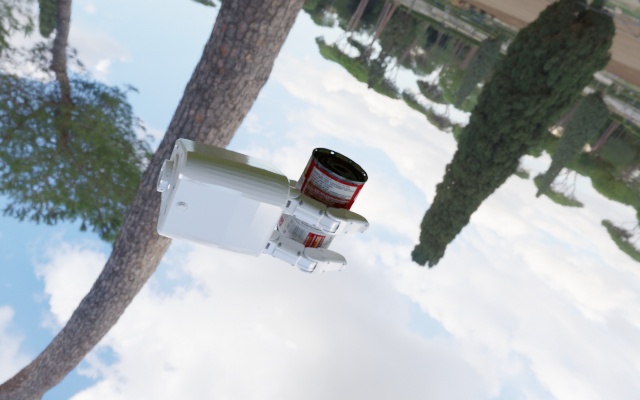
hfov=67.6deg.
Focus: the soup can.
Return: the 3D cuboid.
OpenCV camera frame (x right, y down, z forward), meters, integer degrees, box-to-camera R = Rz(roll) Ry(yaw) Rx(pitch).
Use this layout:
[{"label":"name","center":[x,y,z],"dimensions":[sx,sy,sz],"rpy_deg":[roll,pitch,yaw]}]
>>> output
[{"label":"soup can","center":[0.000,0.002,0.533],"dimensions":[0.068,0.102,0.068],"rpy_deg":[23,25,-11]}]
